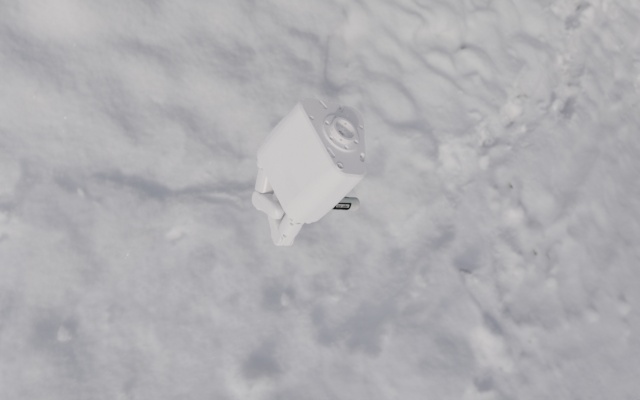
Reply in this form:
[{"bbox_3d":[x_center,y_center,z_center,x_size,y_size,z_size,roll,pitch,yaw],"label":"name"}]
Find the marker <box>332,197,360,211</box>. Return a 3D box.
[{"bbox_3d":[0.000,0.002,0.629,0.121,0.020,0.020,3,-2,-35],"label":"marker"}]
